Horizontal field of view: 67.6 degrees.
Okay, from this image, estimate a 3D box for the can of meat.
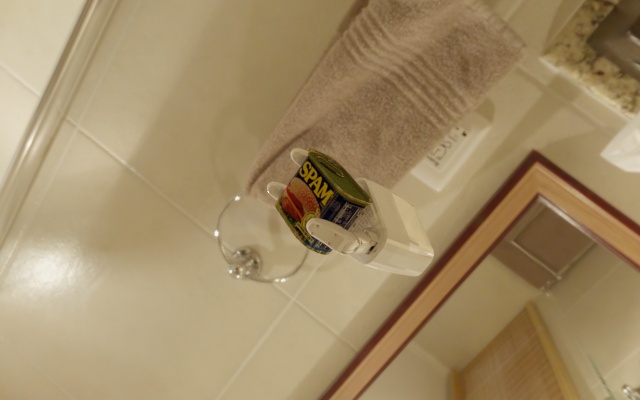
[{"bbox_3d":[0.000,0.002,0.571,0.057,0.084,0.102,18,26,-43],"label":"can of meat"}]
